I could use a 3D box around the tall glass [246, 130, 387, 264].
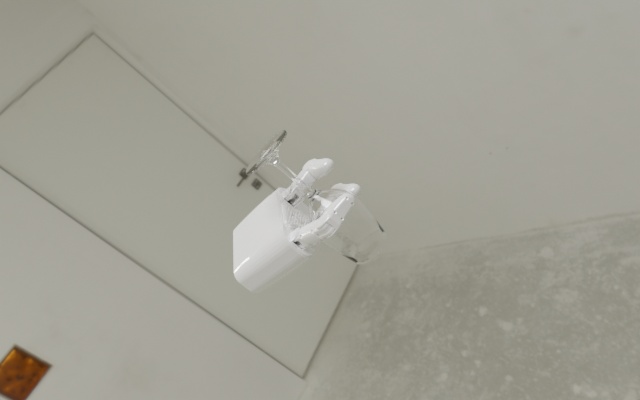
[{"bbox_3d":[0.000,0.002,0.633,0.201,0.079,0.079,42,-17,-20],"label":"tall glass"}]
